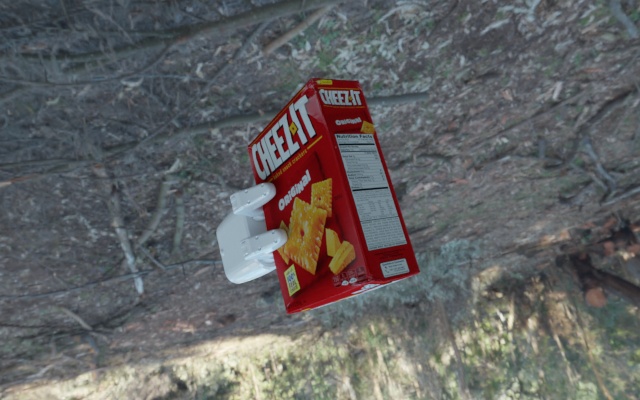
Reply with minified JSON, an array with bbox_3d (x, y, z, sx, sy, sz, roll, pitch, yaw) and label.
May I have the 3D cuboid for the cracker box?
[{"bbox_3d":[0.000,0.002,0.523,0.072,0.213,0.164,-6,-17,-36],"label":"cracker box"}]
